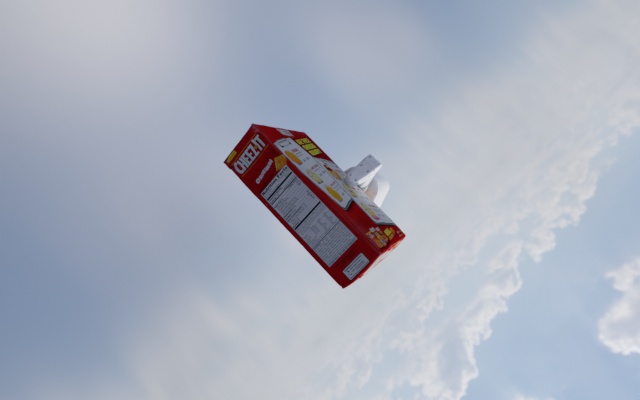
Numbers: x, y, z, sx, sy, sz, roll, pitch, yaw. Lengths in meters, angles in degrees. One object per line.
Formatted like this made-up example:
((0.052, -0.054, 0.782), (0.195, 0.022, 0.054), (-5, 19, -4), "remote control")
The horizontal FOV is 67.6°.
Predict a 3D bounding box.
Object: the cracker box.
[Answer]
((0.000, 0.002, 0.615), (0.213, 0.072, 0.164), (45, 17, 12), "cracker box")
